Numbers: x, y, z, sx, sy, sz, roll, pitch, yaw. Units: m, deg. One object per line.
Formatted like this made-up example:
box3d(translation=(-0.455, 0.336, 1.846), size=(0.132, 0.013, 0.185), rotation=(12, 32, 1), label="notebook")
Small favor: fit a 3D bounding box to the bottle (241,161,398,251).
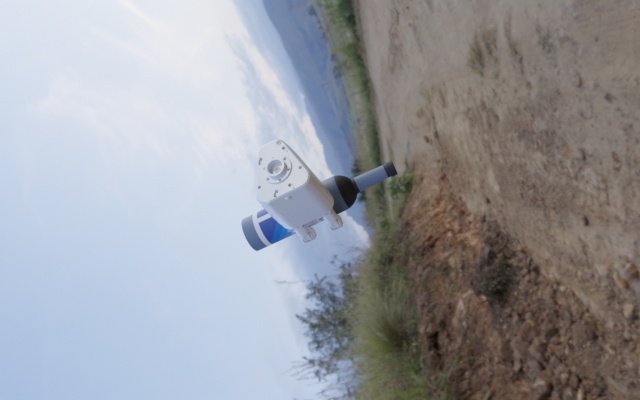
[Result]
box3d(translation=(0.000, 0.003, 0.870), size=(0.296, 0.069, 0.069), rotation=(-25, -4, 9), label="bottle")
